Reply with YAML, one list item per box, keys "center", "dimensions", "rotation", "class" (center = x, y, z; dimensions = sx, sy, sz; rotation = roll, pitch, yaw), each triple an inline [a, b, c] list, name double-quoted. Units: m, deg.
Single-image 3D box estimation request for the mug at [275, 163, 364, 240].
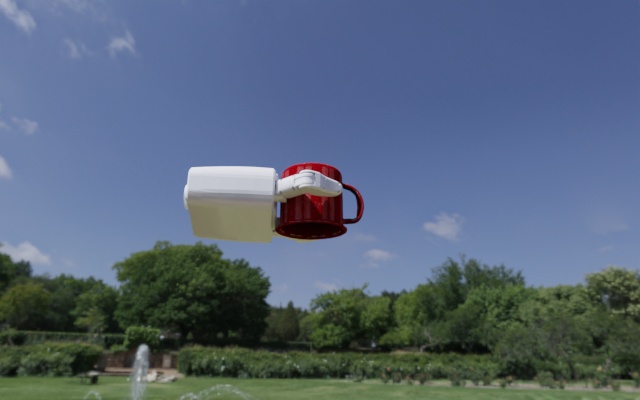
- center: [0.002, 0.002, 0.630]
  dimensions: [0.117, 0.081, 0.093]
  rotation: [3, -18, -7]
  class: "mug"
